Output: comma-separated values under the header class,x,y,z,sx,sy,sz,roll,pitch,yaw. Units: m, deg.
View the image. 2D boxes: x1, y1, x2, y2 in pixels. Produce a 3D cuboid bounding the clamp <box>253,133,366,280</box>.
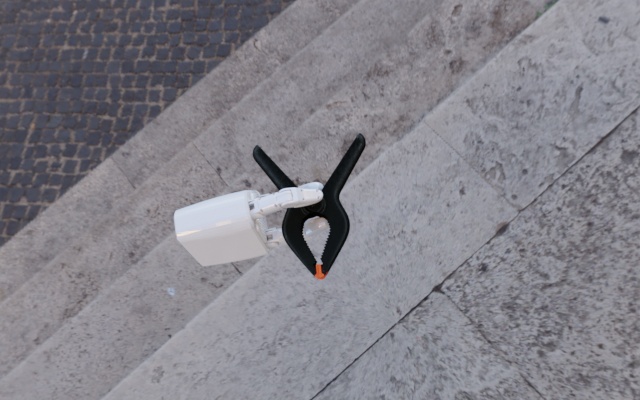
class,x,y,z,sx,sy,sz,roll,pitch,yaw
clamp,0.000,0.003,0.670,0.164,0.210,0.036,-13,-16,3
